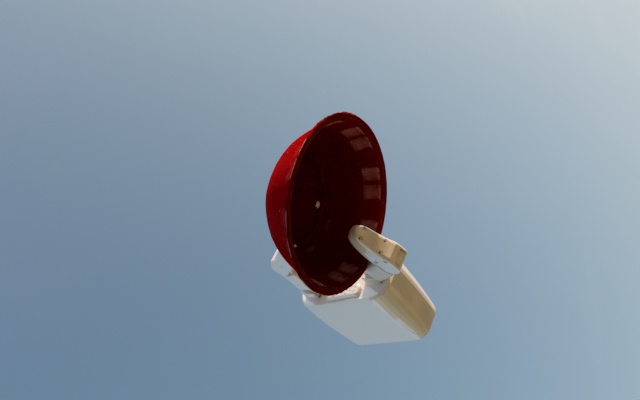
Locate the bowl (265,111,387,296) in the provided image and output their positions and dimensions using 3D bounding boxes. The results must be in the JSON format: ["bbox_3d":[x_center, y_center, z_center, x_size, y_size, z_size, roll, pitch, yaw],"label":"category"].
[{"bbox_3d":[-0.001,0.000,0.435,0.055,0.162,0.162,7,4,35],"label":"bowl"}]
